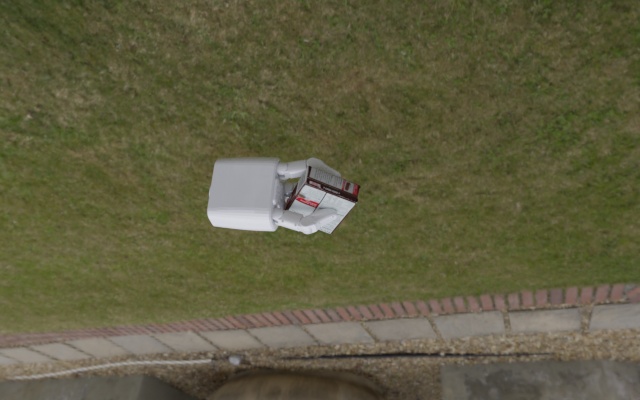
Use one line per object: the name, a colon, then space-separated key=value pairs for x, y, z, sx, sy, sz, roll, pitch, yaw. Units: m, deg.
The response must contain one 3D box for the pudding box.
pudding box: x=0.000 y=0.003 z=0.764 sx=0.090 sy=0.039 sz=0.113 roll=20 pitch=-35 yaw=-12
